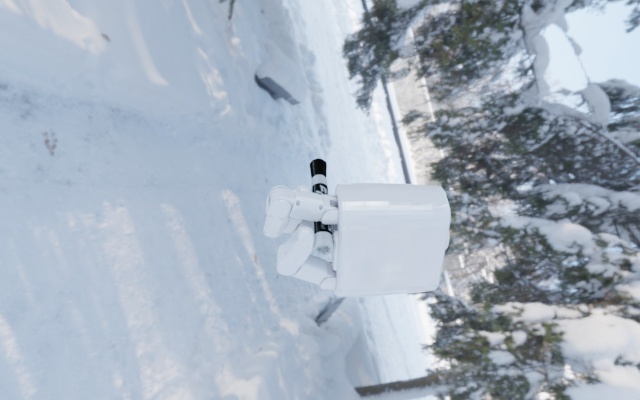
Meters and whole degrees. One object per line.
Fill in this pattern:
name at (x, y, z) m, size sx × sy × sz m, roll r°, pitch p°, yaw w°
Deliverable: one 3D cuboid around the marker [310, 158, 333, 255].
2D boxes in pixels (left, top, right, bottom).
marker at (0.000, 0.002, 0.484) m, size 0.020 × 0.121 × 0.020 m, roll -2°, pitch -42°, yaw -2°
